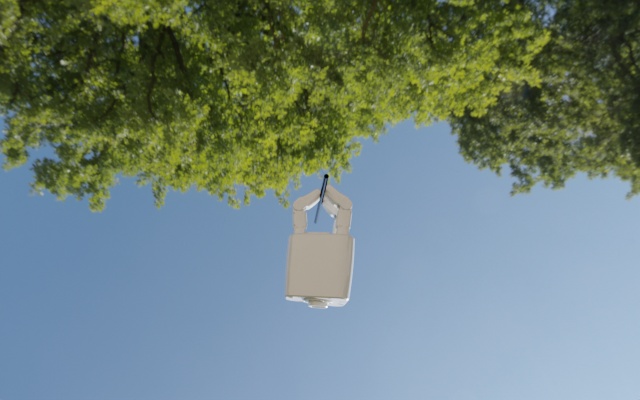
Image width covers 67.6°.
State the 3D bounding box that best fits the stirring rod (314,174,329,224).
[{"bbox_3d":[0.000,0.003,0.869,0.011,0.011,0.240,0,-20,-5],"label":"stirring rod"}]
